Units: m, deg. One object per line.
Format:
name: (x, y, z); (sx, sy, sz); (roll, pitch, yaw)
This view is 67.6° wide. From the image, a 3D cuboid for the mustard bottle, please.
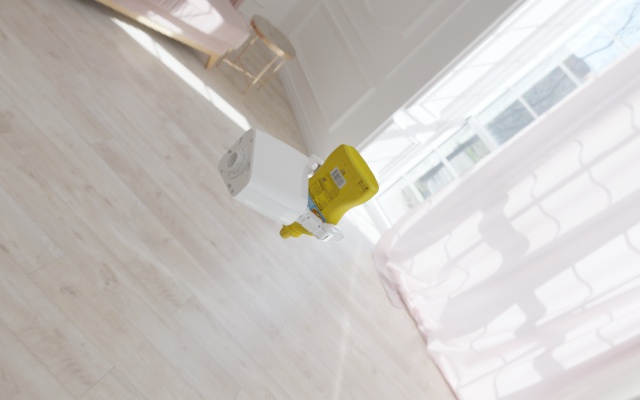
mustard bottle: (0.001, 0.002, 0.780); (0.192, 0.096, 0.058); (-41, -24, 25)
